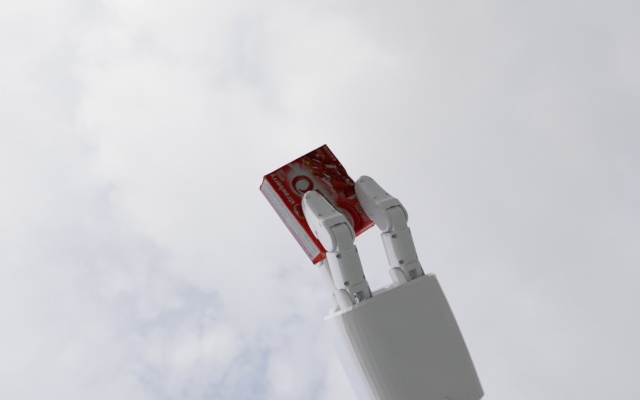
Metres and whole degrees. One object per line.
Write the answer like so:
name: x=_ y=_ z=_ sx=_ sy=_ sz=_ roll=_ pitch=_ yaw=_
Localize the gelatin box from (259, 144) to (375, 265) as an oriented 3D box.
gelatin box: x=0.000 y=0.001 z=0.432 sx=0.073 sy=0.089 sz=0.030 roll=-31 pitch=-12 yaw=-29
